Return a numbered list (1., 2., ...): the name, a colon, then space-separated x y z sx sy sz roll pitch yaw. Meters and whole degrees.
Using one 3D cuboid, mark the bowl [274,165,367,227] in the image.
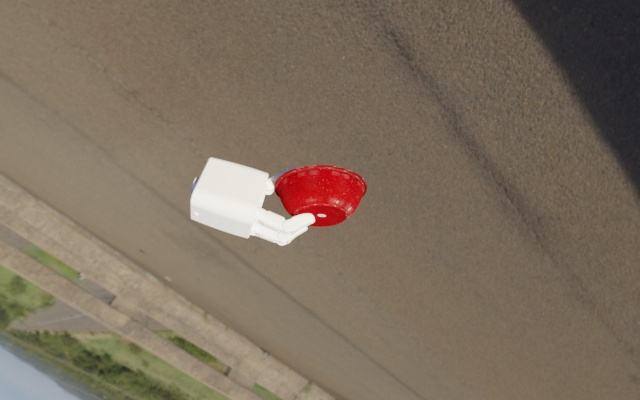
1. bowl: 0.001 0.003 0.818 0.162 0.055 0.162 0 -26 0
